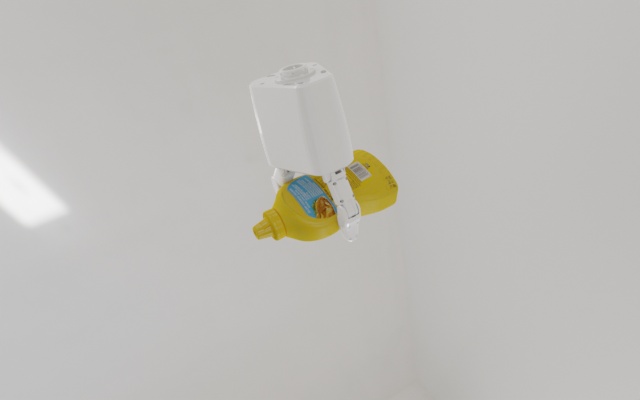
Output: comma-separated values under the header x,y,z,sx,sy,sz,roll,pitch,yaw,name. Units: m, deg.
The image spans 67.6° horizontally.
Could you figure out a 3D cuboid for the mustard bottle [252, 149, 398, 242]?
x,y,z,sx,sy,sz,roll,pitch,yaw,name
0.000,0.002,0.625,0.191,0.058,0.096,-25,54,-21,mustard bottle
